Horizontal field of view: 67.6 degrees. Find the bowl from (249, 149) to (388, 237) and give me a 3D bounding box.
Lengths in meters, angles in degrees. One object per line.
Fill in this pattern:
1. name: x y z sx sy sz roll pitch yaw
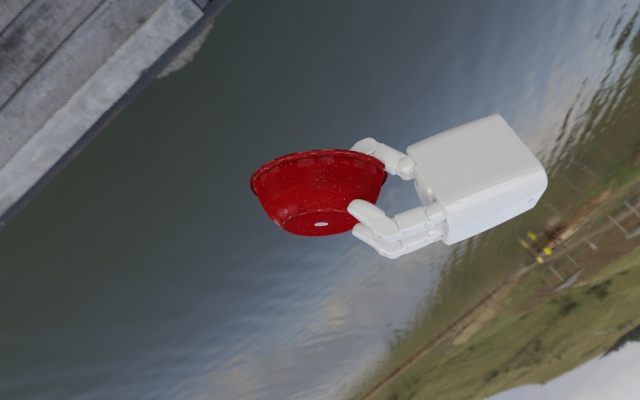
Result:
1. bowl: -0.001 0.003 0.548 0.162 0.055 0.162 -4 -21 -2
